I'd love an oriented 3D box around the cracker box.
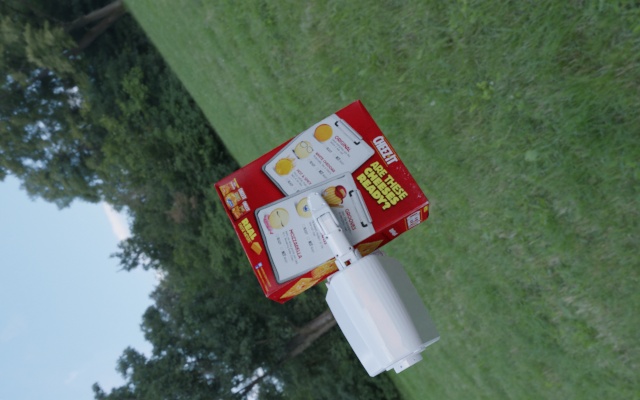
[{"bbox_3d":[0.000,0.002,0.592,0.214,0.164,0.072,-30,-22,1],"label":"cracker box"}]
